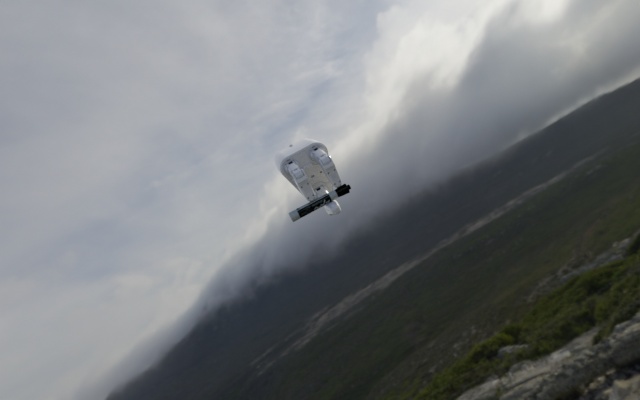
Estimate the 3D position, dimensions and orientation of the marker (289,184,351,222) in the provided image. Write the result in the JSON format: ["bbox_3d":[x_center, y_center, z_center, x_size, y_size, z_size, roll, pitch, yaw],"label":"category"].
[{"bbox_3d":[0.000,0.003,0.856,0.121,0.020,0.020,-28,3,-6],"label":"marker"}]
